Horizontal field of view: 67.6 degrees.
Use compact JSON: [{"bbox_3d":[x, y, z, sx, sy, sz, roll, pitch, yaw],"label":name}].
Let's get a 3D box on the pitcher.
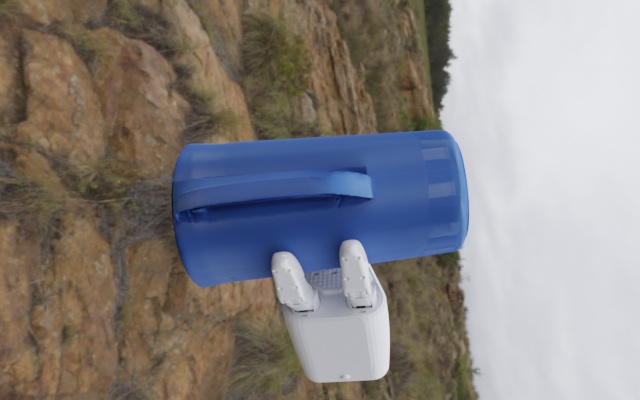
[{"bbox_3d":[0.000,0.002,0.422,0.243,0.145,0.149,-6,34,6],"label":"pitcher"}]
